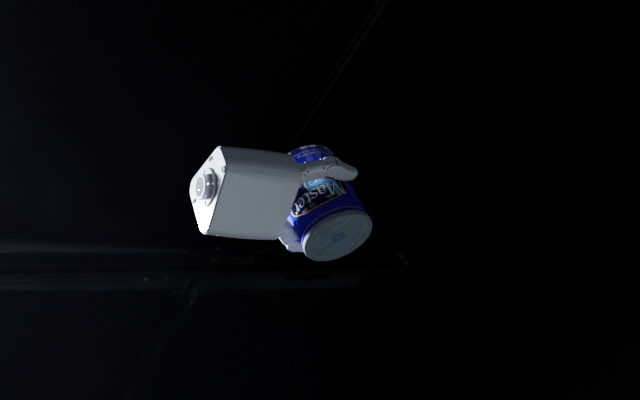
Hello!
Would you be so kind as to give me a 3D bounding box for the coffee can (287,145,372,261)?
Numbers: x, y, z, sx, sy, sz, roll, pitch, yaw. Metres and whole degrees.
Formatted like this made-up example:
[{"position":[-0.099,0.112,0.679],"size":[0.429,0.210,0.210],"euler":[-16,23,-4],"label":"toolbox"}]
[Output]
[{"position":[0.000,0.002,0.699],"size":[0.103,0.140,0.103],"euler":[-17,-37,-13],"label":"coffee can"}]
